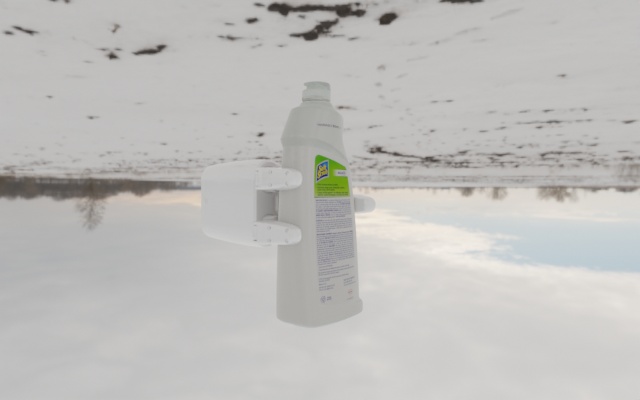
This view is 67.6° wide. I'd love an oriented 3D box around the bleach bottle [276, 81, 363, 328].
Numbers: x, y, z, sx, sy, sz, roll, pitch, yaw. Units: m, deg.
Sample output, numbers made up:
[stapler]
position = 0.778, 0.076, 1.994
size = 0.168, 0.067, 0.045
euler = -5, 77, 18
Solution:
[bleach bottle]
position = 0.000, 0.002, 0.517
size = 0.068, 0.251, 0.102
euler = 2, 3, 38
